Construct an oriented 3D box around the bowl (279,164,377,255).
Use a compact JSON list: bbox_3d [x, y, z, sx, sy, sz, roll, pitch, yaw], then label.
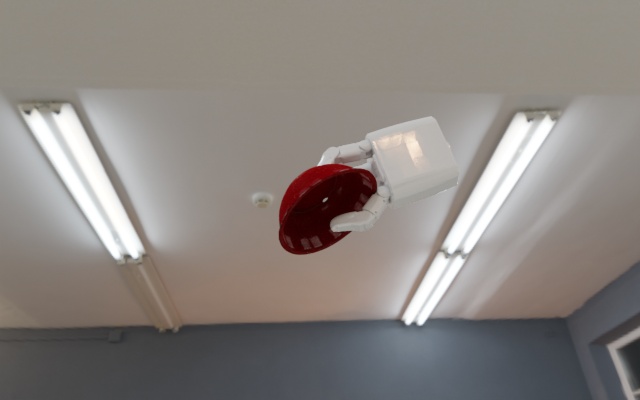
[{"bbox_3d":[-0.001,0.002,0.676,0.162,0.162,0.055,0,41,-45],"label":"bowl"}]
